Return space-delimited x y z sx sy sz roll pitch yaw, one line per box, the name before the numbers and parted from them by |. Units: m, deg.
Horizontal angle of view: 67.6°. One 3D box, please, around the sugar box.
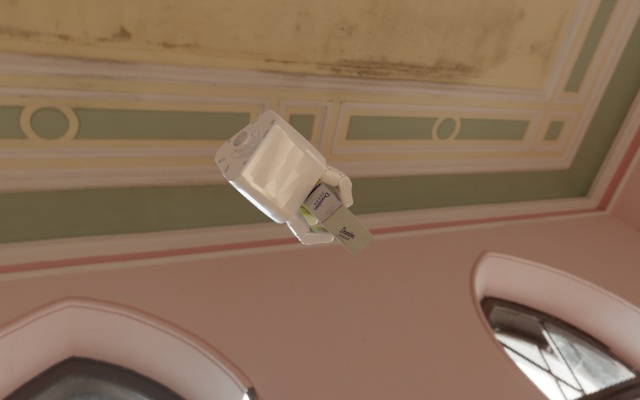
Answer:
sugar box | 0.000 0.003 0.712 0.093 0.048 0.176 45 3 -40
